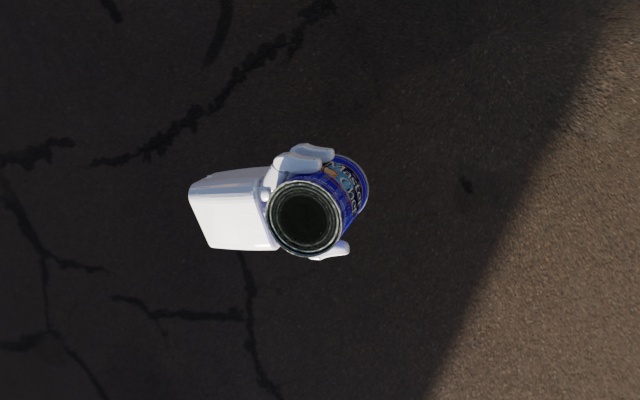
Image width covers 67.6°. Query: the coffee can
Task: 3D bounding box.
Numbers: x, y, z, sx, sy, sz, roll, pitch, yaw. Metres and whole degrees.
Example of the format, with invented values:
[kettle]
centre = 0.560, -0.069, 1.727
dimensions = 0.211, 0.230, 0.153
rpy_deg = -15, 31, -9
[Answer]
[coffee can]
centre = 0.000, 0.002, 0.649
dimensions = 0.103, 0.103, 0.140
rpy_deg = 0, 18, 20
